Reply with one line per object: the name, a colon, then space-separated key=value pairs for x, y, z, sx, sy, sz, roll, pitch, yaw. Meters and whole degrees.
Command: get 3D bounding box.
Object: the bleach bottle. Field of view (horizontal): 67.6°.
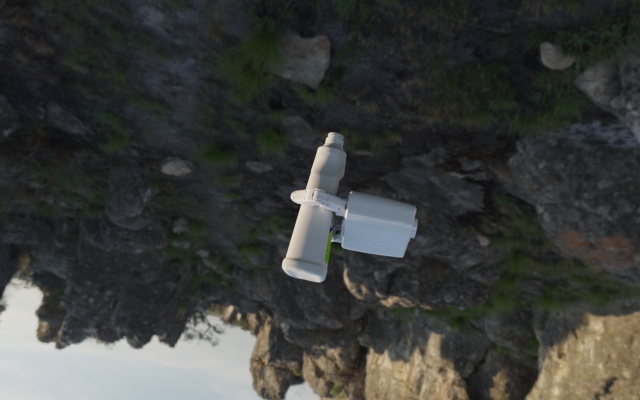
bleach bottle: x=0.000 y=0.003 z=0.790 sx=0.068 sy=0.250 sz=0.102 roll=11 pitch=-16 yaw=6
